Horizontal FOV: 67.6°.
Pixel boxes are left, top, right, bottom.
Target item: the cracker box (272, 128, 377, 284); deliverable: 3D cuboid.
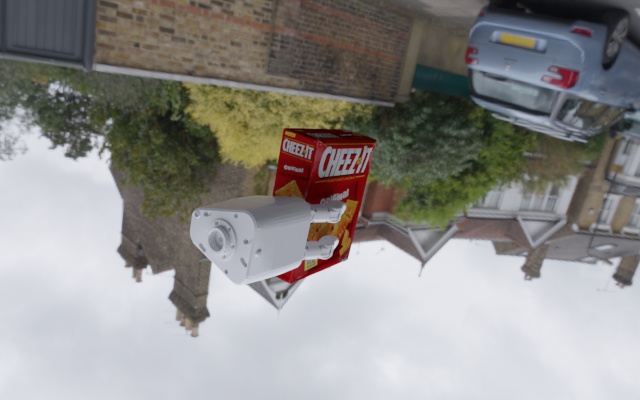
[{"bbox_3d":[0.000,0.002,0.729,0.072,0.214,0.164,22,18,31],"label":"cracker box"}]
